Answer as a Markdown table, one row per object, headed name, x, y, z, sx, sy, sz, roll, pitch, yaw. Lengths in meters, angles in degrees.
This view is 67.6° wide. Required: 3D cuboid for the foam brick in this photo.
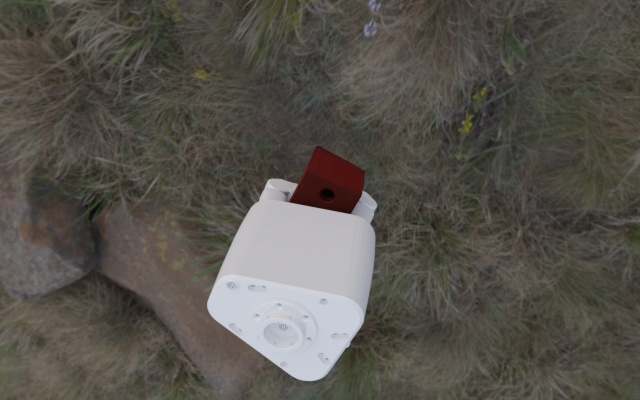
| name | x | y | z | sx | sy | sz | roll | pitch | yaw |
| --- | --- | --- | --- | --- | --- | --- | --- | --- | --- |
| foam brick | 0.000 | 0.001 | 0.438 | 0.053 | 0.078 | 0.051 | 25 | 29 | -5 |
